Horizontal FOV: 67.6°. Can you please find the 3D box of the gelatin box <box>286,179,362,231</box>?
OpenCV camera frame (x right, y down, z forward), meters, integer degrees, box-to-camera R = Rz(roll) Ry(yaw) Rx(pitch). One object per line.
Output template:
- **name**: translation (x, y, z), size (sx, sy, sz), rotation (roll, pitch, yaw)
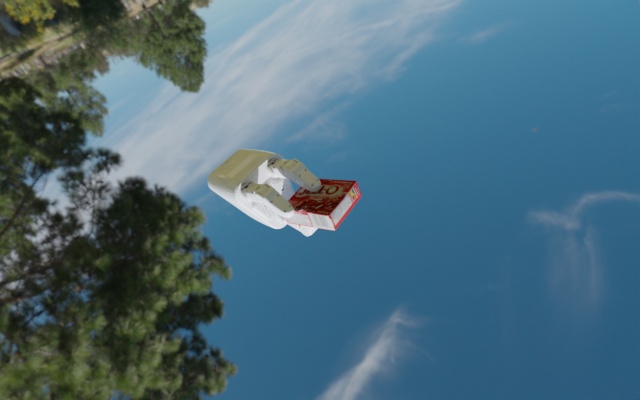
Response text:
- **gelatin box**: translation (0.001, 0.003, 0.655), size (0.089, 0.030, 0.073), rotation (7, 43, 39)
